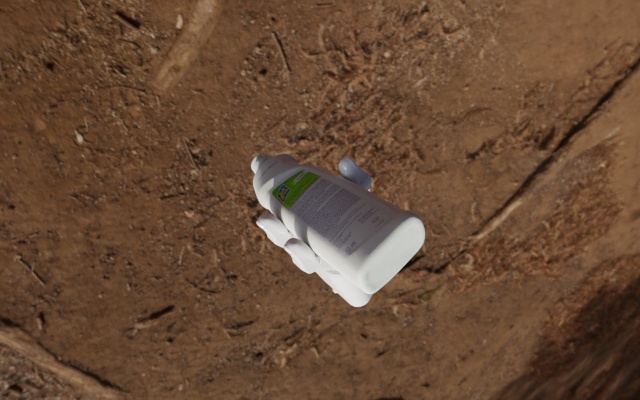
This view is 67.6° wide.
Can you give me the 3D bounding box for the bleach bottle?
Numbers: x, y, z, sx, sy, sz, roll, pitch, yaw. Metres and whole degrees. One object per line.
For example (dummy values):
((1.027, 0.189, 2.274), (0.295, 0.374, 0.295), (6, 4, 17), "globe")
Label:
((0.000, 0.002, 0.585), (0.250, 0.102, 0.068), (37, -15, 38), "bleach bottle")
